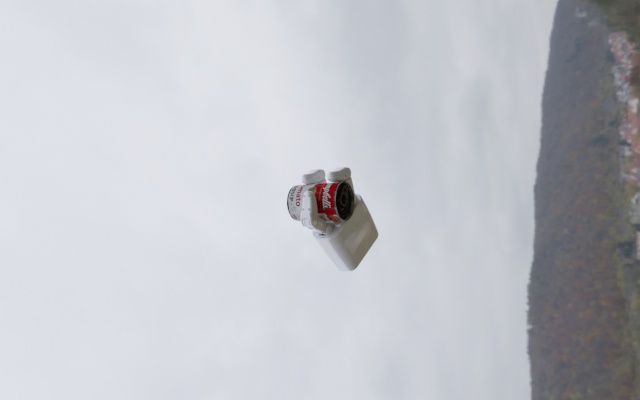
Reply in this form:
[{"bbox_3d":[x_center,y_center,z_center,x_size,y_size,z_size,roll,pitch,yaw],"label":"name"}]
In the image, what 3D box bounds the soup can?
[{"bbox_3d":[0.000,0.003,0.847,0.102,0.068,0.068,-2,-1,32],"label":"soup can"}]
